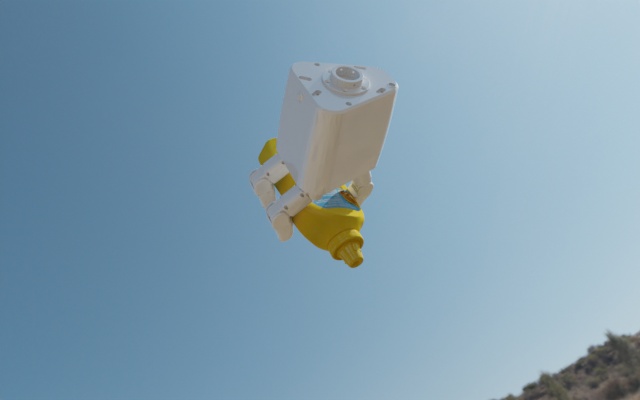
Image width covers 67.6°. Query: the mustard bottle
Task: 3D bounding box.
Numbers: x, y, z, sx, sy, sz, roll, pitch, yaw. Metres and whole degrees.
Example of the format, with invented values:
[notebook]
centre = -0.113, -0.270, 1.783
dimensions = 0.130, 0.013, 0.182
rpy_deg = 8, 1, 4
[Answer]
[mustard bottle]
centre = 0.000, 0.002, 0.578
dimensions = 0.096, 0.058, 0.191
rpy_deg = 7, 39, -41
